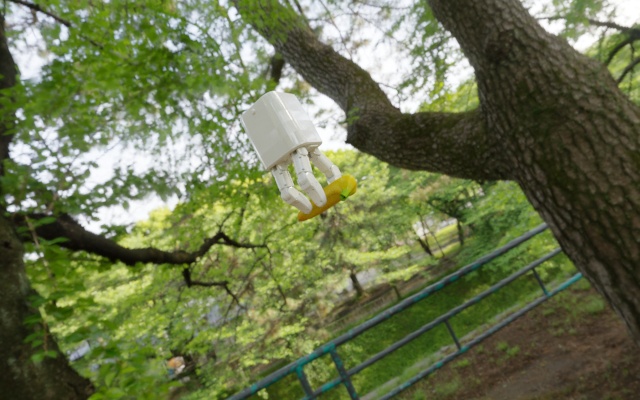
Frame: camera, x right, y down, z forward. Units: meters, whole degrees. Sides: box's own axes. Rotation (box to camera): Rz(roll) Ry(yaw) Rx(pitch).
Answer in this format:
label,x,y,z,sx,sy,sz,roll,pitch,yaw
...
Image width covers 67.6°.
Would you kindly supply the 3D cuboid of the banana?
label,x,y,z,sx,sy,sz,roll,pitch,yaw
banana,0.016,-0.007,0.829,0.069,0.037,0.198,-32,0,-26
